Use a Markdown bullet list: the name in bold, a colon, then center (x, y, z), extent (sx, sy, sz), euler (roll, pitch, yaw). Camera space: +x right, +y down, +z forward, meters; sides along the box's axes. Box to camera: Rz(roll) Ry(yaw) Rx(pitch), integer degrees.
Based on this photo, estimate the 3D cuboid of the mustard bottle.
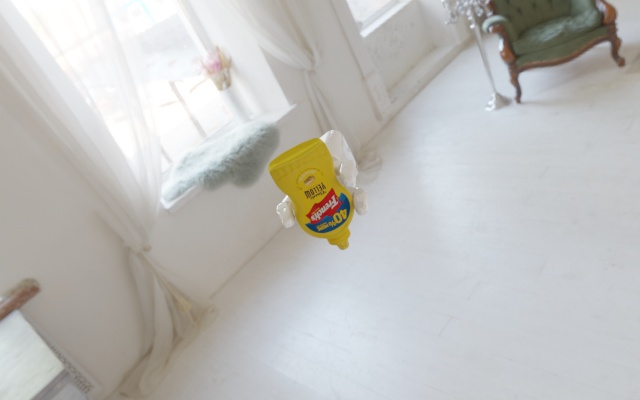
- **mustard bottle**: center (0.000, 0.002, 0.764), extent (0.096, 0.192, 0.058), euler (-29, 27, -3)
